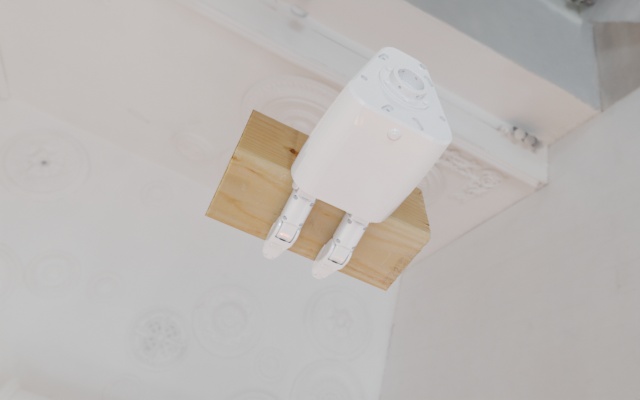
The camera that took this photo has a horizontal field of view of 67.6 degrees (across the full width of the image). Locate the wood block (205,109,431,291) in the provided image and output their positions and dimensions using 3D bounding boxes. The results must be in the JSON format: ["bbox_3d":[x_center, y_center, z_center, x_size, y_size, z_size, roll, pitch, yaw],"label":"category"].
[{"bbox_3d":[0.000,0.001,0.503,0.206,0.090,0.090,24,33,-12],"label":"wood block"}]
